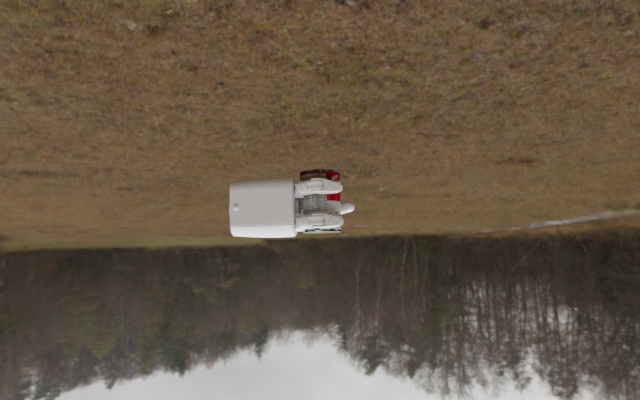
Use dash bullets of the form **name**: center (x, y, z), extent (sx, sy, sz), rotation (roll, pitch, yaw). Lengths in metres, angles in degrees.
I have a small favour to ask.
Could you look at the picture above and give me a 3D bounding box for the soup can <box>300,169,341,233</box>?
- **soup can**: center (0.001, 0.003, 0.800), extent (0.068, 0.102, 0.068), rotation (-2, -6, 0)
